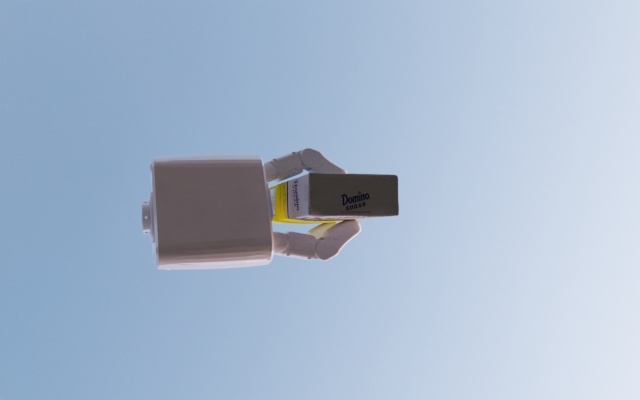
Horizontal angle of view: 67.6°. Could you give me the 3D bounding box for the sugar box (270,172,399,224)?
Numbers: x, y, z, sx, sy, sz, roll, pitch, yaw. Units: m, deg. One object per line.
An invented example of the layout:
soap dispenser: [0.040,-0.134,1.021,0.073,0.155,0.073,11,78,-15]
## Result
sugar box: [0.000,0.002,0.512,0.093,0.048,0.176,0,-2,-21]
